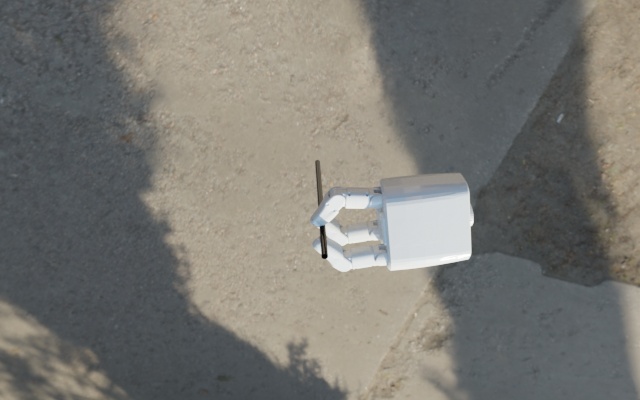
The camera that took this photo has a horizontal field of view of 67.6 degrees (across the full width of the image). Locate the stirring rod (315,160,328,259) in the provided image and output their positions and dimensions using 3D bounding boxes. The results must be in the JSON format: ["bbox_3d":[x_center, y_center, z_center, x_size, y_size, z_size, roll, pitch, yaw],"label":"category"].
[{"bbox_3d":[0.000,0.002,0.664,0.011,0.011,0.239,0,32,-3],"label":"stirring rod"}]
